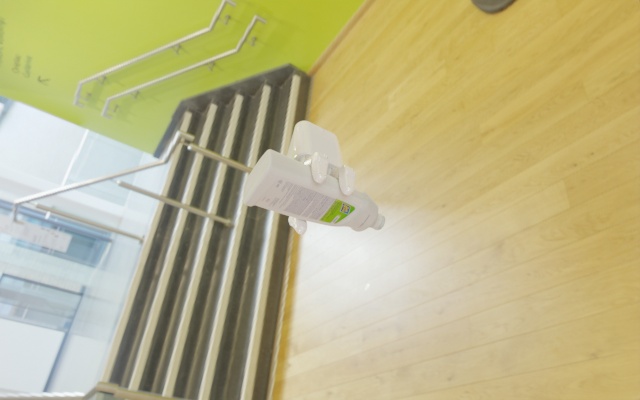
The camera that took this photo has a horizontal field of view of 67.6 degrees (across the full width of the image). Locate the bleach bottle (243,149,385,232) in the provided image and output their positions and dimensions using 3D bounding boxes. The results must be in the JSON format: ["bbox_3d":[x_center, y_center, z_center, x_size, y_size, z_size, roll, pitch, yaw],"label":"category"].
[{"bbox_3d":[0.000,0.003,0.829,0.251,0.068,0.103,23,-51,-24],"label":"bleach bottle"}]
